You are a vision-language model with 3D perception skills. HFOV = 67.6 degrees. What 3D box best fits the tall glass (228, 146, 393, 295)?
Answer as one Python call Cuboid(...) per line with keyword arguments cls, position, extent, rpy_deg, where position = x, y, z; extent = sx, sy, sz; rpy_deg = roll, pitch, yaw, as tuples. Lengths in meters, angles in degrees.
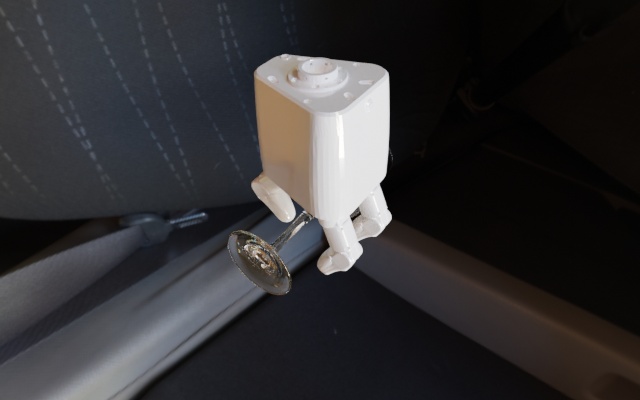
Cuboid(cls="tall glass", position=(0.000, 0.002, 0.492), extent=(0.079, 0.079, 0.201), rpy_deg=(0, 34, 43))
